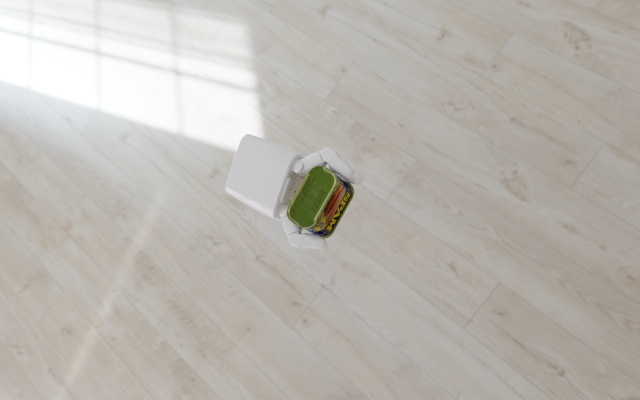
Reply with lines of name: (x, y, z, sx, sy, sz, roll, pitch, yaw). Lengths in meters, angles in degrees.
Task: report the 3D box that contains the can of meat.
can of meat: (0.000, 0.002, 0.738, 0.057, 0.102, 0.084, 29, -2, 23)
